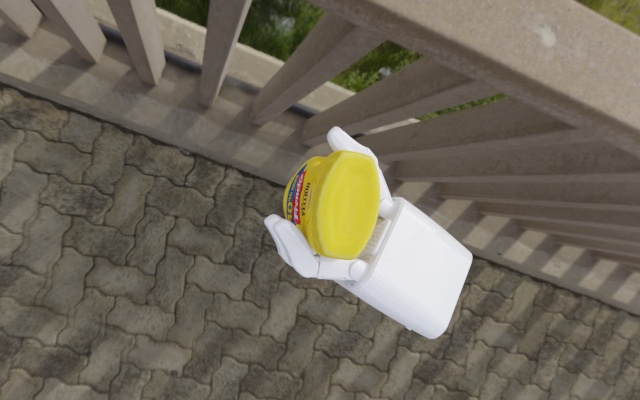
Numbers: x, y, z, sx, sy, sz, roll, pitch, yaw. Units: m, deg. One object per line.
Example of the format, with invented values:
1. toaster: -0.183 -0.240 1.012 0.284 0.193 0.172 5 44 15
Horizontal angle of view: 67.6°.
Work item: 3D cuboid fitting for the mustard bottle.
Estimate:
1. mustard bottle: 0.000 0.002 0.499 0.058 0.096 0.191 9 -1 -16
